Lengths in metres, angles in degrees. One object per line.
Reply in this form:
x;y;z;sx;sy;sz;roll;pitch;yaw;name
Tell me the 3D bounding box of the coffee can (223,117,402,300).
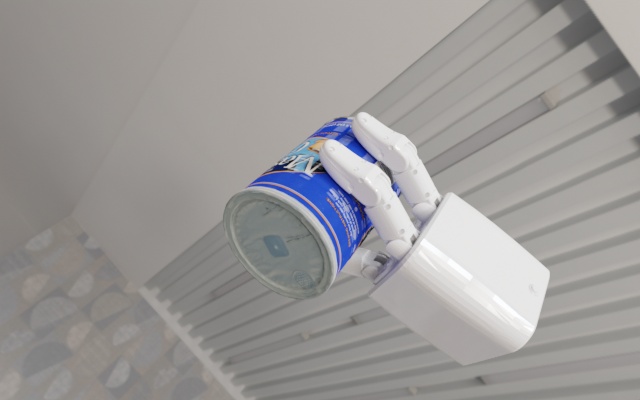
0.000;0.001;0.415;0.103;0.103;0.140;0;31;36;coffee can
